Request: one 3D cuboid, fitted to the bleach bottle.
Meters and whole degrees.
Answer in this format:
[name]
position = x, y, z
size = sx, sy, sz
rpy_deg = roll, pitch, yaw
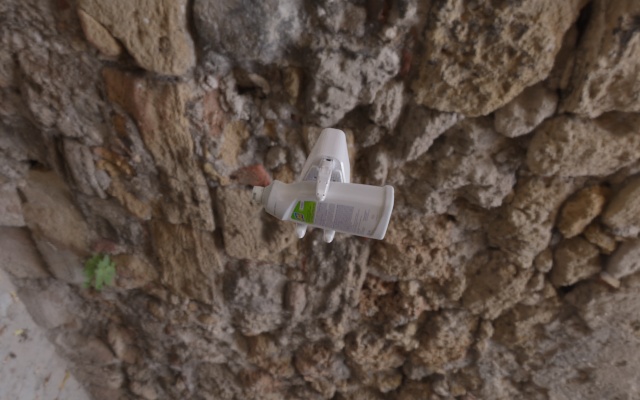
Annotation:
[bleach bottle]
position = 0.000, 0.003, 0.872
size = 0.251, 0.103, 0.068
rpy_deg = 10, 37, 1
